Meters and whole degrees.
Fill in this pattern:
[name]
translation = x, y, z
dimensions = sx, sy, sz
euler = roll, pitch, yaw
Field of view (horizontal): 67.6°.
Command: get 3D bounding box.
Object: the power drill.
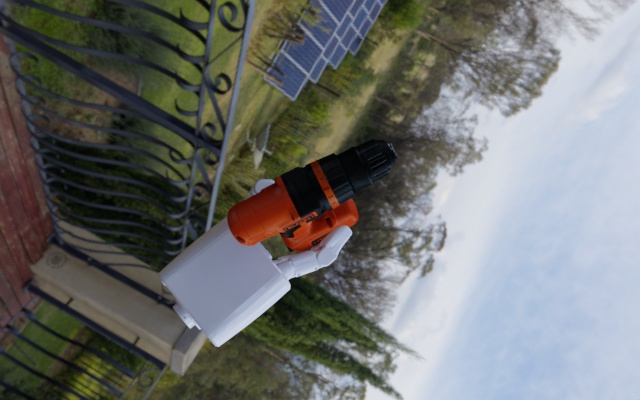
[power drill]
translation = 0.000, 0.002, 0.551
dimensions = 0.184, 0.057, 0.188
euler = -25, -14, 2
